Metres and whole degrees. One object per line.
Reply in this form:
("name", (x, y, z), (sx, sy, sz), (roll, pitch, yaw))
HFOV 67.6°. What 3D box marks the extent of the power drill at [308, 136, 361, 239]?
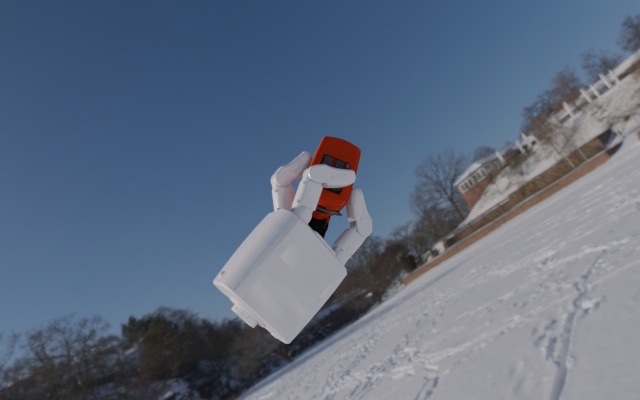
("power drill", (0.000, 0.002, 0.650), (0.057, 0.184, 0.188), (18, -37, -1))
